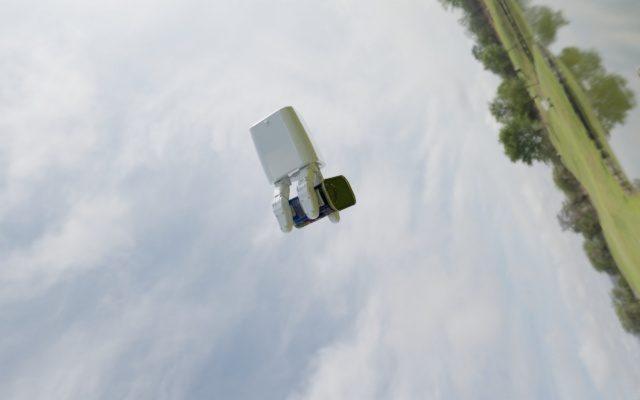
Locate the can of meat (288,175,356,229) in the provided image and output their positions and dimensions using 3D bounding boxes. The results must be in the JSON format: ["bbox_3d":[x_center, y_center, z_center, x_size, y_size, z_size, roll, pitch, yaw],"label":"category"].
[{"bbox_3d":[0.000,0.003,0.803,0.084,0.057,0.102,-26,-3,26],"label":"can of meat"}]
